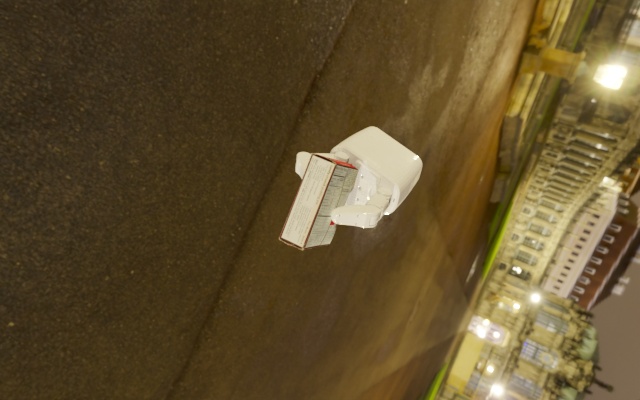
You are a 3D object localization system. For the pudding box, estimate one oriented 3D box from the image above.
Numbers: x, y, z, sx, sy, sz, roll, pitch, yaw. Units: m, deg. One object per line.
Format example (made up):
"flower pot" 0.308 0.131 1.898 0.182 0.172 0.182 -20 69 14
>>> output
"pudding box" 0.000 0.002 0.592 0.039 0.113 0.090 22 7 21
